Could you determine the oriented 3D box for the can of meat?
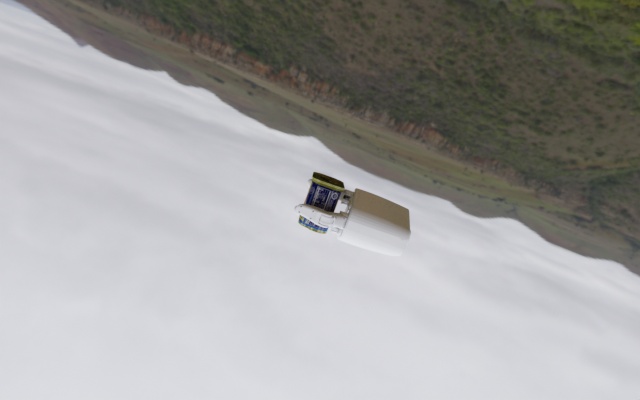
[{"bbox_3d":[0.000,0.003,0.816,0.057,0.084,0.102,19,10,-3],"label":"can of meat"}]
